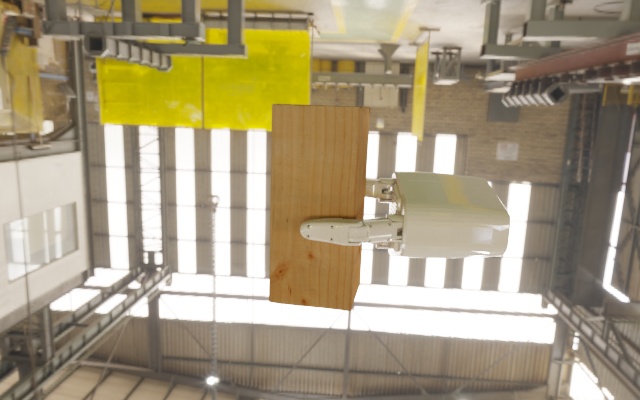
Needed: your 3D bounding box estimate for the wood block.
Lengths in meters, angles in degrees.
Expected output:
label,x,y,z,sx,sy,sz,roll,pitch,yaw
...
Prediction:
label,x,y,z,sx,sy,sz,roll,pitch,yaw
wood block,0.000,0.002,0.516,0.090,0.206,0.091,4,11,11
